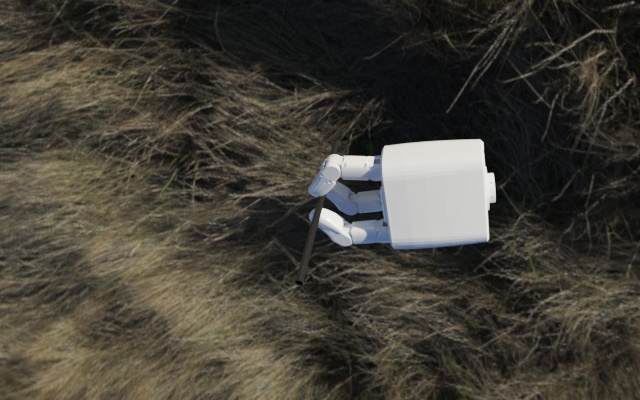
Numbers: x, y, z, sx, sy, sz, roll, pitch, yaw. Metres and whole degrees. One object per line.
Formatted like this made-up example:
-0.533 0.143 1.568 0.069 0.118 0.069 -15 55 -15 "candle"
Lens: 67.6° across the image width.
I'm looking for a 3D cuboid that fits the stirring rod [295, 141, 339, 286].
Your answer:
0.000 0.002 0.555 0.011 0.011 0.239 0 41 14 "stirring rod"
